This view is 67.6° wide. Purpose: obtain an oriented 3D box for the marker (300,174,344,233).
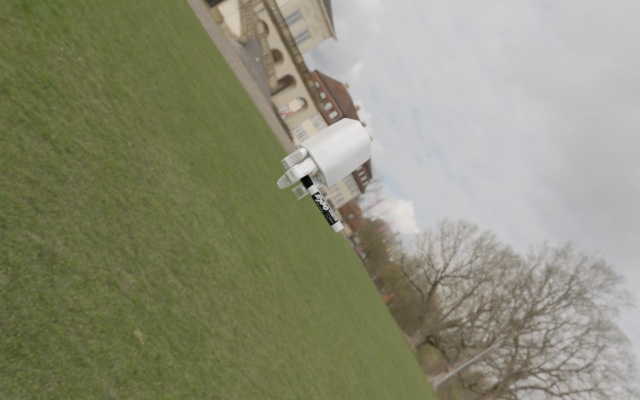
[{"bbox_3d":[0.000,0.003,0.842,0.020,0.121,0.020,-34,1,1],"label":"marker"}]
